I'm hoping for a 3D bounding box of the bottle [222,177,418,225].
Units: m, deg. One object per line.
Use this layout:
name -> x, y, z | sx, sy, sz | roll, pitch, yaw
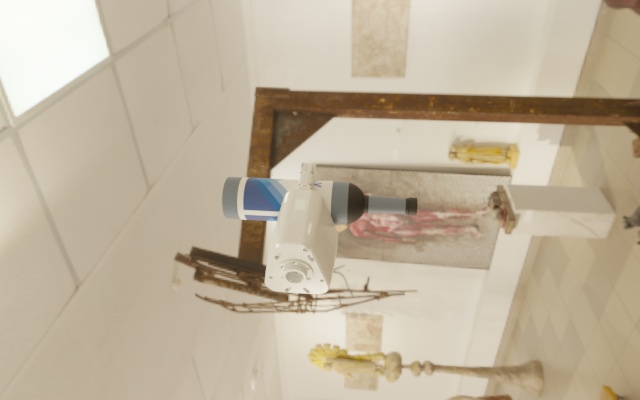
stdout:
bottle -> 0.000, 0.002, 0.741 | 0.296, 0.069, 0.069 | 3, 0, 5
